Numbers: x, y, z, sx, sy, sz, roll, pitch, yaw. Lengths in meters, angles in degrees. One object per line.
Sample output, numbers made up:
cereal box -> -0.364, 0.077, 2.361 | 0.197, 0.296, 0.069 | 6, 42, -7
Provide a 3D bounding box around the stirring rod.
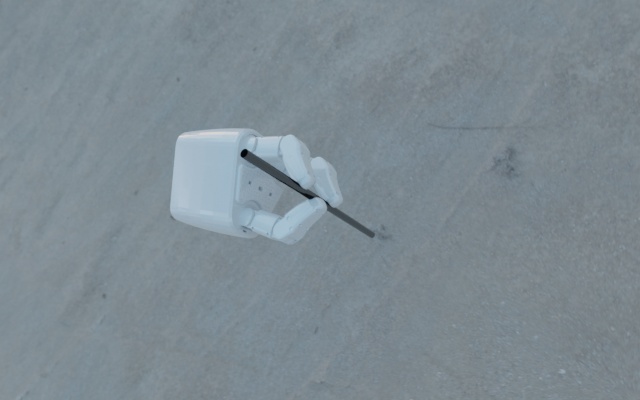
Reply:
stirring rod -> 0.000, 0.002, 0.483 | 0.011, 0.011, 0.240 | 0, -19, 33
